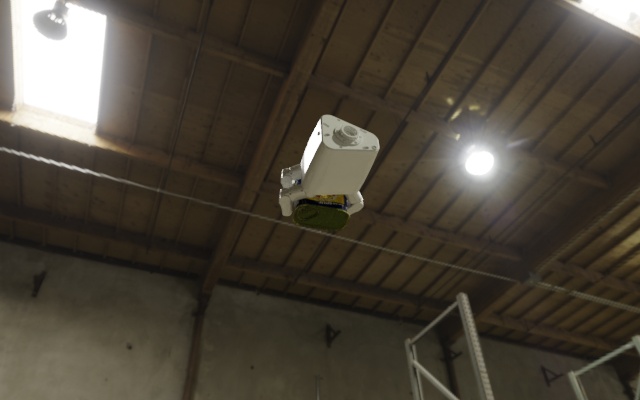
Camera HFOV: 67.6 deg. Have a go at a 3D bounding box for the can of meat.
[{"bbox_3d":[0.000,0.003,0.888,0.102,0.083,0.057,9,-44,-11],"label":"can of meat"}]
